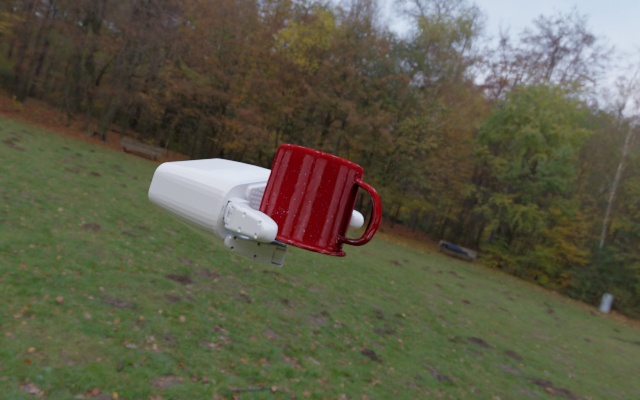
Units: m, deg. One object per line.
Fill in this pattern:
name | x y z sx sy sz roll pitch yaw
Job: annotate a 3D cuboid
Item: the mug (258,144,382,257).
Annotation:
mug | 0.001 0.002 0.425 0.117 0.081 0.093 17 0 31
